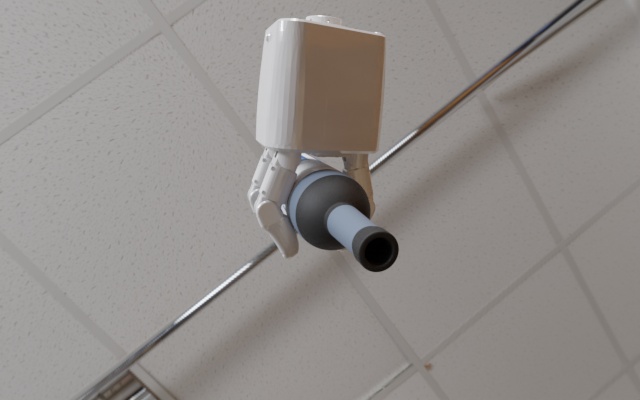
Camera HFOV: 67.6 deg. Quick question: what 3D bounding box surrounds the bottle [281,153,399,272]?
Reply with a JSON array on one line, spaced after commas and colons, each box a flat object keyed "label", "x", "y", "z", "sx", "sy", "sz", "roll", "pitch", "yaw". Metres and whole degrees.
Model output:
[{"label": "bottle", "x": 0.000, "y": 0.001, "z": 0.438, "sx": 0.069, "sy": 0.069, "sz": 0.295, "roll": 0, "pitch": 12, "yaw": -15}]
